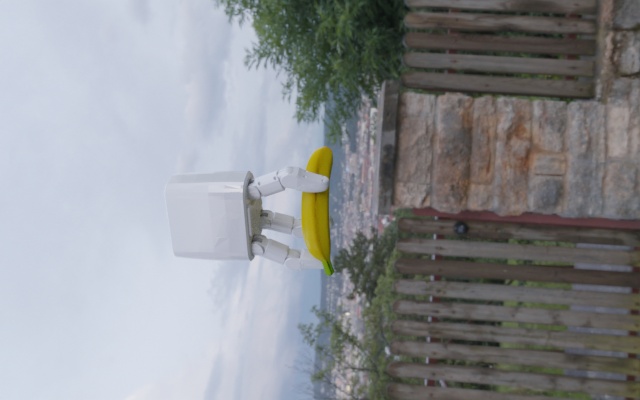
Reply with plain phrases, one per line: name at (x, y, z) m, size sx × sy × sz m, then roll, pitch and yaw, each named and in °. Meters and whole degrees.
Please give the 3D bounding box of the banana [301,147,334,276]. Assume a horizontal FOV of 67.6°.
banana at (-0.003, -0.004, 0.634) m, size 0.037 × 0.197 × 0.070 m, roll -4°, pitch -30°, yaw 9°
